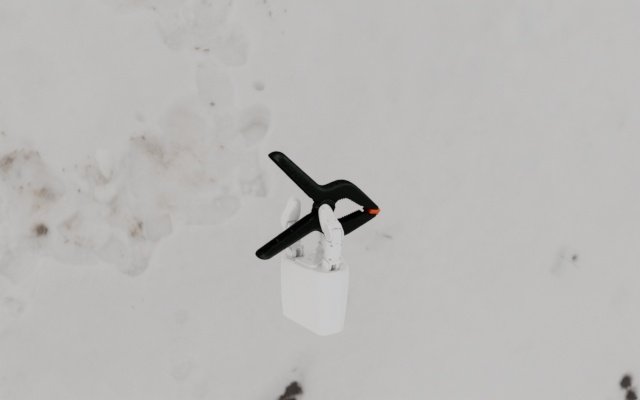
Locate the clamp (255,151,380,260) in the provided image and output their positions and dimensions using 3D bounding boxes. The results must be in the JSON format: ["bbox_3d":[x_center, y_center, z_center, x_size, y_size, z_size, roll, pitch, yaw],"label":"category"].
[{"bbox_3d":[0.001,0.003,0.741,0.210,0.164,0.036,-5,18,-27],"label":"clamp"}]
